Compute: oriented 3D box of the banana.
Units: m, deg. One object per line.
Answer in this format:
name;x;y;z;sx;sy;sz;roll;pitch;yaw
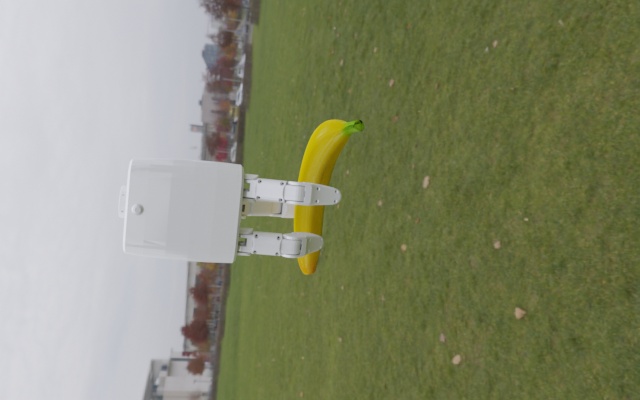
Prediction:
banana;-0.004;-0.011;0.535;0.037;0.198;0.069;4;31;-20
